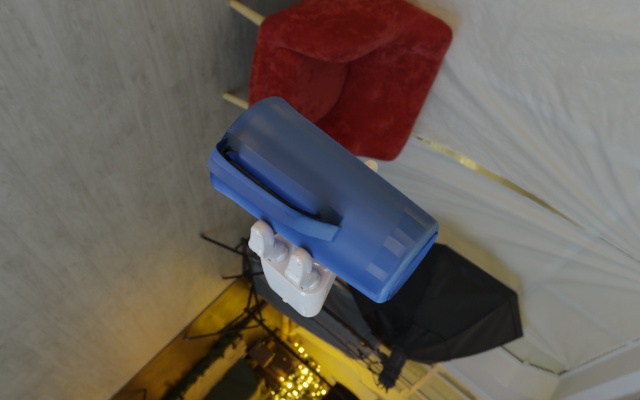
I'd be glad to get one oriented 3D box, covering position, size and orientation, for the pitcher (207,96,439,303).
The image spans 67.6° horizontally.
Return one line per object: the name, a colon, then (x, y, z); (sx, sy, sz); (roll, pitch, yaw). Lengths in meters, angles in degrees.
pitcher: (0.000, 0.002, 0.527); (0.243, 0.149, 0.145); (37, -26, 17)
